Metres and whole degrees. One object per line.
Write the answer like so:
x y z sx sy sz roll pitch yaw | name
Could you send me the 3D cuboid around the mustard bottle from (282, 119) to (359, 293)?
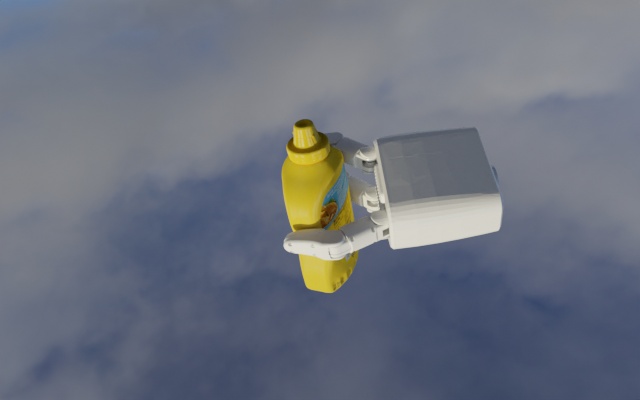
0.000 0.002 0.499 0.058 0.192 0.096 8 44 22 | mustard bottle
